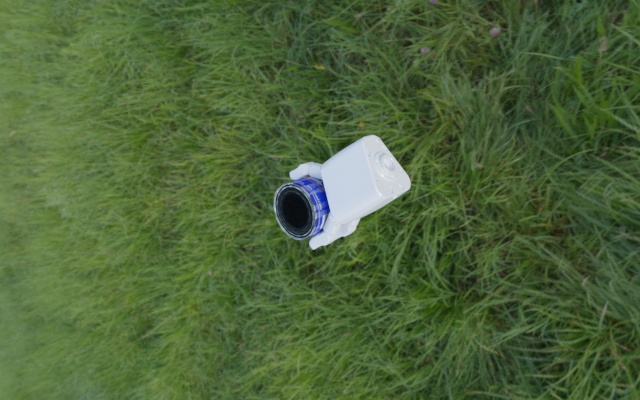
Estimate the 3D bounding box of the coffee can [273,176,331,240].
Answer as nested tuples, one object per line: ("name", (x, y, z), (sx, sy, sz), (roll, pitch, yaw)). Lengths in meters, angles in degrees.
("coffee can", (0.000, 0.003, 0.871), (0.103, 0.103, 0.140), (0, 14, 43))
